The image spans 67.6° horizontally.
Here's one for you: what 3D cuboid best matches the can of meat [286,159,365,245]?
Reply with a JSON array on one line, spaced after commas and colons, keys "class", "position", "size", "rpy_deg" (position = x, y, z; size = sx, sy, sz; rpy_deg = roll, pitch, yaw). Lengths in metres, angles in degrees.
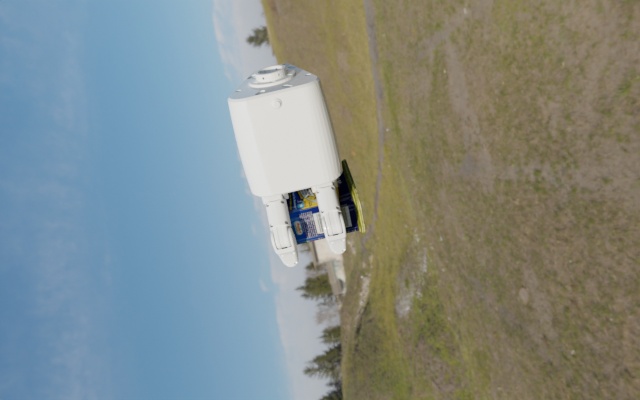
[{"class": "can of meat", "position": [0.000, 0.002, 0.561], "size": [0.084, 0.057, 0.102], "rpy_deg": [-13, 34, 0]}]
